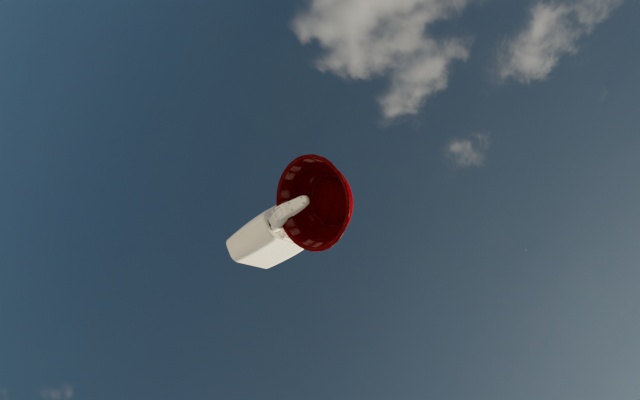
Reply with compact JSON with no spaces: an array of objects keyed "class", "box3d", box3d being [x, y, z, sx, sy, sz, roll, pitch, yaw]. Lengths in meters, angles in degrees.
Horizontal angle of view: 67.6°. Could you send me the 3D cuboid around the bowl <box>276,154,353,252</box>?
[{"class":"bowl","box3d":[0.001,0.002,0.804,0.162,0.162,0.055,0,4,41]}]
